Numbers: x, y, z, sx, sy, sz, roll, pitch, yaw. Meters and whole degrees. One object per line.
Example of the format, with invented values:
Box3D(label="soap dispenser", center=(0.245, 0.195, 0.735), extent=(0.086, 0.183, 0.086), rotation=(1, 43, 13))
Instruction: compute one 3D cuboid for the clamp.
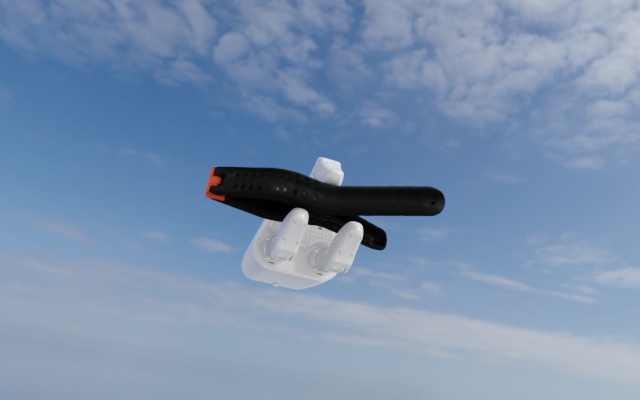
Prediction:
Box3D(label="clamp", center=(0.000, 0.001, 0.453), extent=(0.210, 0.036, 0.164), rotation=(15, -21, -14))
